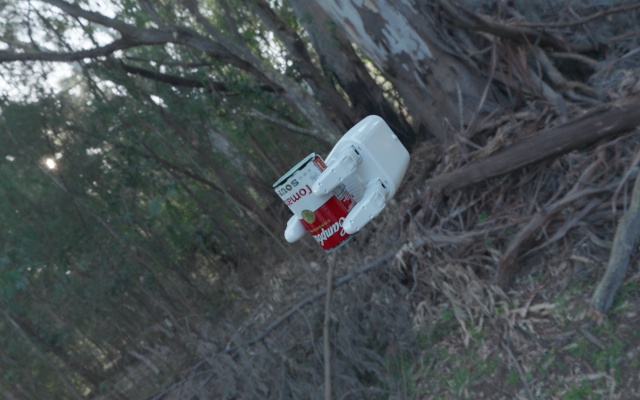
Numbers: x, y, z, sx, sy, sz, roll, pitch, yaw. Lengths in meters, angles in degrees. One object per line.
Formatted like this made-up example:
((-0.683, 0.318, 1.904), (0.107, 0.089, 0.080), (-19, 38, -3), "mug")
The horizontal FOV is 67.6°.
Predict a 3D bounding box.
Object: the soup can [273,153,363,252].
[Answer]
((0.000, 0.002, 0.573), (0.068, 0.102, 0.068), (-38, 8, 7), "soup can")
